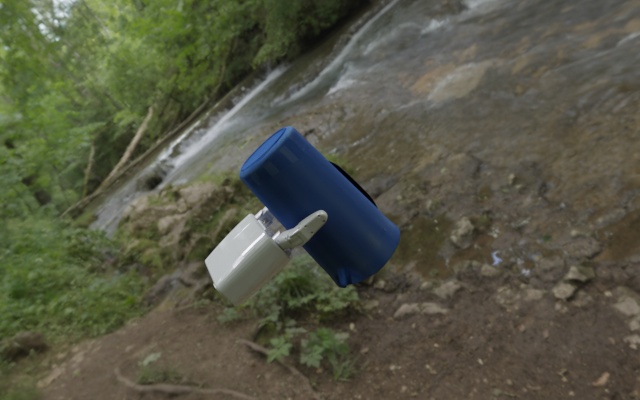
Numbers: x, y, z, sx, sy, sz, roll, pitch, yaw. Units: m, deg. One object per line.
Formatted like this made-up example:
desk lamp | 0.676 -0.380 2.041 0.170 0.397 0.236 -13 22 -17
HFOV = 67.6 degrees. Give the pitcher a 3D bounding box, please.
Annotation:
pitcher | 0.000 0.003 0.730 0.243 0.145 0.149 46 -4 -17
